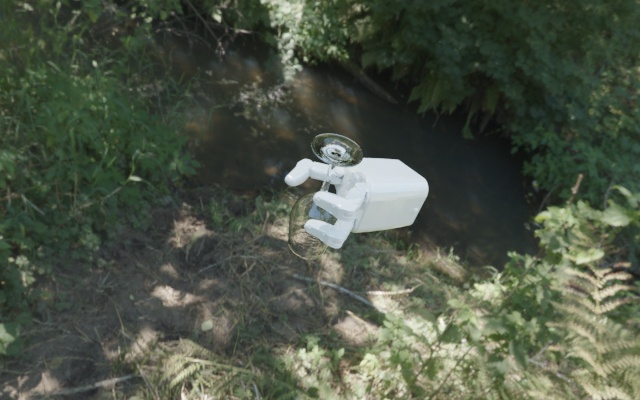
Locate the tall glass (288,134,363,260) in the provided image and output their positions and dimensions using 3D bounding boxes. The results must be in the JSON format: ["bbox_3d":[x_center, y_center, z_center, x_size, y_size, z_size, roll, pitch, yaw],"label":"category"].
[{"bbox_3d":[0.000,0.002,0.719,0.079,0.201,0.079,11,40,-9],"label":"tall glass"}]
